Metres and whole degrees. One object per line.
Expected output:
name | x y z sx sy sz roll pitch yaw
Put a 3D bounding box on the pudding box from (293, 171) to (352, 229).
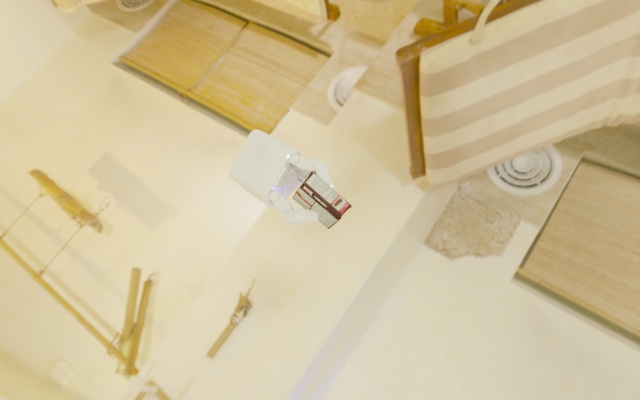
pudding box | 0.000 0.003 0.832 0.090 0.039 0.113 40 -12 0
